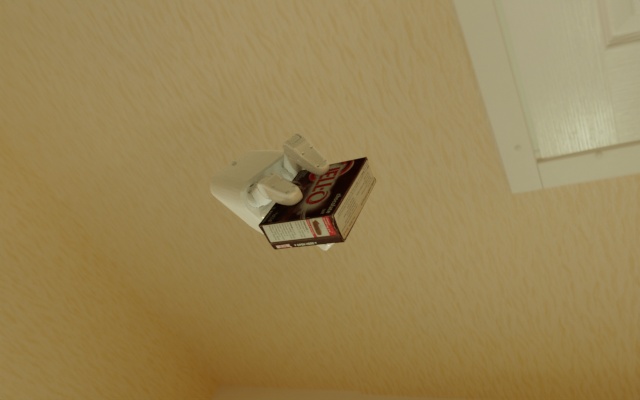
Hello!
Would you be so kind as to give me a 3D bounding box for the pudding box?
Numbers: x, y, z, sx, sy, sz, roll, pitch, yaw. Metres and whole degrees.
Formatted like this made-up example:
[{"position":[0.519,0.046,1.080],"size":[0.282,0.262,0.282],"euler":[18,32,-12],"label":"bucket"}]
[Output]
[{"position":[0.000,0.002,0.510],"size":[0.090,0.039,0.113],"euler":[-10,31,32],"label":"pudding box"}]
